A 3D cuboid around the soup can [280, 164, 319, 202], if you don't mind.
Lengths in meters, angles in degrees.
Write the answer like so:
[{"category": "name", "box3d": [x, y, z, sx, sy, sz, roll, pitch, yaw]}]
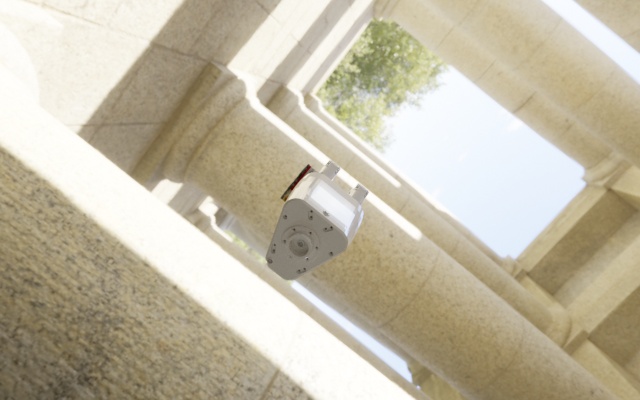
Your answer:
[{"category": "soup can", "box3d": [0.000, 0.002, 0.721, 0.102, 0.068, 0.068, 39, -1, -2]}]
